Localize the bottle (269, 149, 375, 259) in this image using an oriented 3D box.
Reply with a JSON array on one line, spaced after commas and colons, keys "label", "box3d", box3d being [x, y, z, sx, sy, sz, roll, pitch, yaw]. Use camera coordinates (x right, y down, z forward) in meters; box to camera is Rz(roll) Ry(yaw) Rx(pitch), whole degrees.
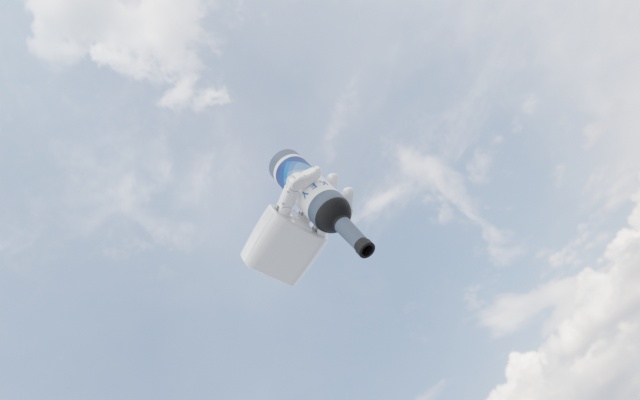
[{"label": "bottle", "box3d": [0.000, 0.002, 0.797, 0.069, 0.069, 0.295, 0, 28, -32]}]
